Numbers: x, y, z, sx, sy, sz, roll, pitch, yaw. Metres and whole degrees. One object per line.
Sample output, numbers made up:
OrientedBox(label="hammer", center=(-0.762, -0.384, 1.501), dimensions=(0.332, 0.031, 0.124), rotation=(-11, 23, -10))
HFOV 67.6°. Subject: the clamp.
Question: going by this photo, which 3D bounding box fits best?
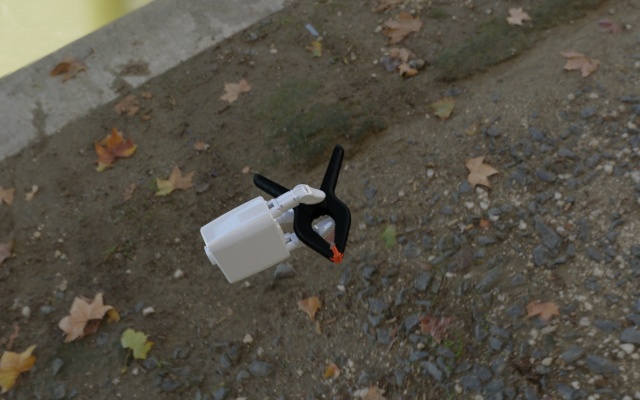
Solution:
OrientedBox(label="clamp", center=(0.000, 0.003, 0.785), dimensions=(0.164, 0.210, 0.036), rotation=(-27, -29, -7))
